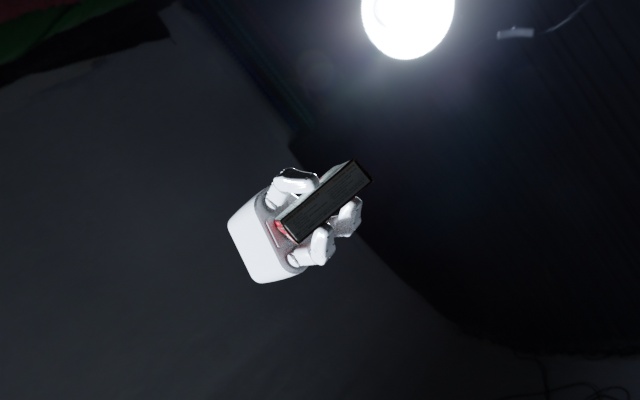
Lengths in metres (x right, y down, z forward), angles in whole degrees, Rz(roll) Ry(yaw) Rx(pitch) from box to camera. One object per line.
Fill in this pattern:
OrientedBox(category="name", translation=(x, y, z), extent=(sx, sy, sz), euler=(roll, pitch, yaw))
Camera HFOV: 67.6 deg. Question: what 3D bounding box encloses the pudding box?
OrientedBox(category="pudding box", translation=(0.000, 0.002, 0.559), extent=(0.113, 0.039, 0.090), euler=(-42, 6, -7))
